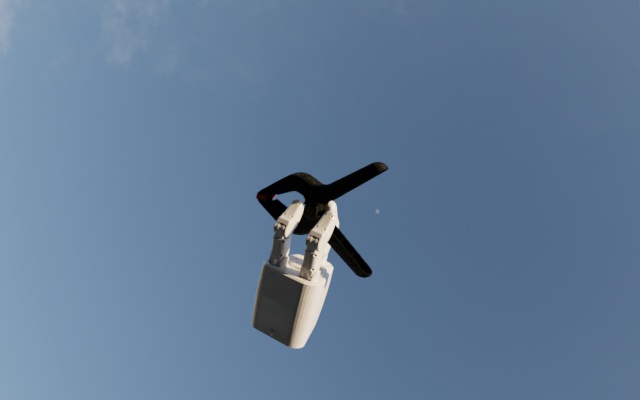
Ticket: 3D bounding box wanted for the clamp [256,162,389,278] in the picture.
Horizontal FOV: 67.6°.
[{"bbox_3d":[0.000,0.002,0.702,0.210,0.164,0.036,21,14,26],"label":"clamp"}]
